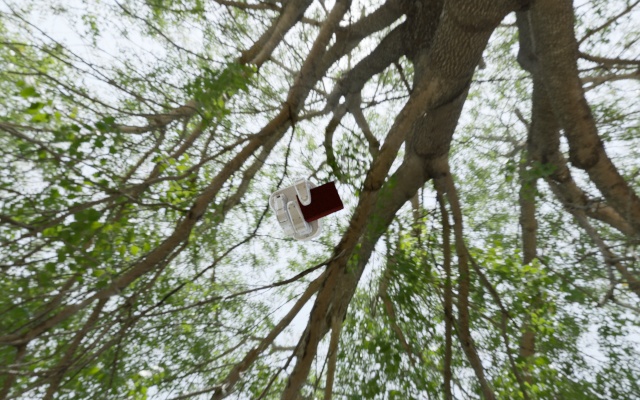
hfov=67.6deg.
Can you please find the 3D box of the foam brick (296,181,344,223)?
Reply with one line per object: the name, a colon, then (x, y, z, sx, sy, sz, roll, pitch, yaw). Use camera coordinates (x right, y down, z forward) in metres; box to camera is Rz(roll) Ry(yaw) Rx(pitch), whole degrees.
foam brick: (0.000, 0.003, 0.892, 0.078, 0.053, 0.051, -21, -9, 4)
